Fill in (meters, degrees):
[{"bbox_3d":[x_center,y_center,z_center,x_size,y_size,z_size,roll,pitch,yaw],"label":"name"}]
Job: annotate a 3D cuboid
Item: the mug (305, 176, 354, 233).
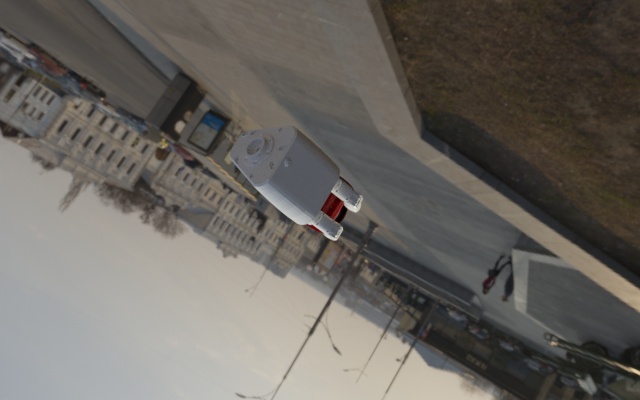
[{"bbox_3d":[0.001,0.003,0.753,0.093,0.081,0.117,23,-13,45],"label":"mug"}]
